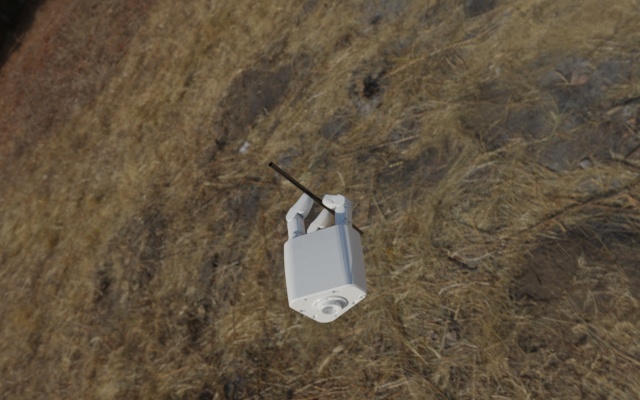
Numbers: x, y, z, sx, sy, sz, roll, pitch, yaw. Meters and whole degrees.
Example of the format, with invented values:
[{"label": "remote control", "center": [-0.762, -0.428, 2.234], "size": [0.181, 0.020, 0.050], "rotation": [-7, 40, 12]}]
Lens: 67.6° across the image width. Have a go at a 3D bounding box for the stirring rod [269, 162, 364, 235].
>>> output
[{"label": "stirring rod", "center": [0.000, 0.003, 0.787], "size": [0.011, 0.011, 0.240], "rotation": [0, -28, 45]}]
